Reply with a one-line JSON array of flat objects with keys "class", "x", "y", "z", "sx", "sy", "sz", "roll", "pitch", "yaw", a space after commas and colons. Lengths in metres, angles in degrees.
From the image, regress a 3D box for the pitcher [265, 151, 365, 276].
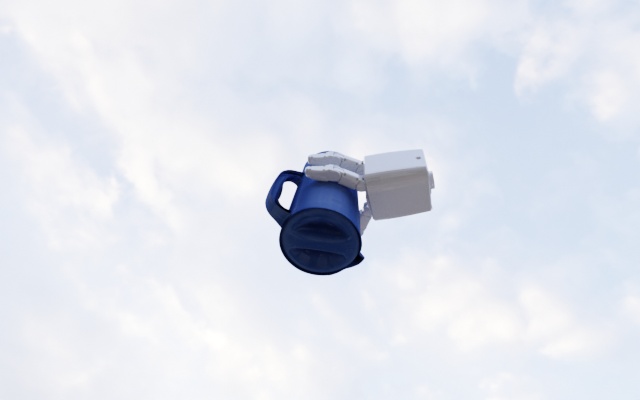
[{"class": "pitcher", "x": 0.000, "y": 0.003, "z": 0.848, "sx": 0.145, "sy": 0.149, "sz": 0.242, "roll": -9, "pitch": 30, "yaw": 10}]
